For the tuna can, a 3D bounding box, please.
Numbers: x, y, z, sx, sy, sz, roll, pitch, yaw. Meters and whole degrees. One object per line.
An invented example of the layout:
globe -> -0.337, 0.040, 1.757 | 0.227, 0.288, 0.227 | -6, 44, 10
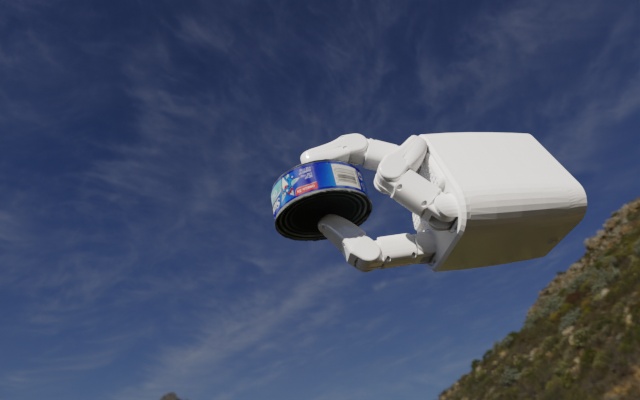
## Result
tuna can -> 0.000, 0.001, 0.419 | 0.086, 0.033, 0.086 | -10, -30, -6
